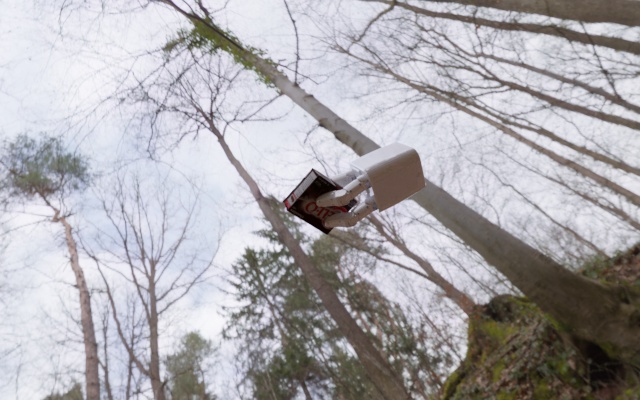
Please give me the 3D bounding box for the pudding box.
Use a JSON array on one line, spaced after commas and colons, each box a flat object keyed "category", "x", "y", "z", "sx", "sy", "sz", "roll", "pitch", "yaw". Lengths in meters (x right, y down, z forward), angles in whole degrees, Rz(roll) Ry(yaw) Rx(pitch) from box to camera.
[{"category": "pudding box", "x": 0.000, "y": 0.003, "z": 0.895, "sx": 0.113, "sy": 0.090, "sz": 0.039, "roll": 34, "pitch": 14, "yaw": -34}]
